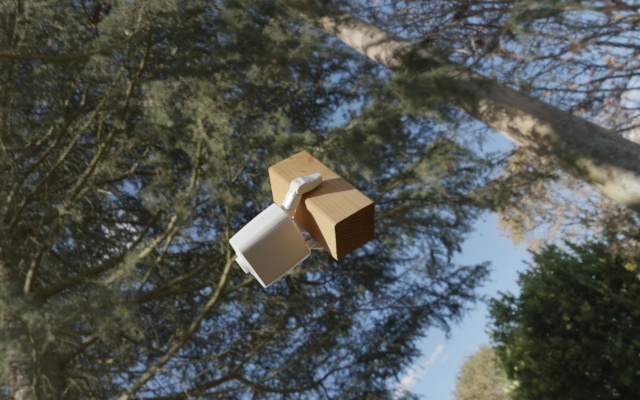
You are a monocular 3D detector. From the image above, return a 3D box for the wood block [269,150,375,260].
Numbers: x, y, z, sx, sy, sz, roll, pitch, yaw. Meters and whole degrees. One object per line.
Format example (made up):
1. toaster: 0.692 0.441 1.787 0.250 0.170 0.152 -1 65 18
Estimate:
1. wood block: 0.000 0.003 0.885 0.090 0.091 0.206 -29 46 -24
